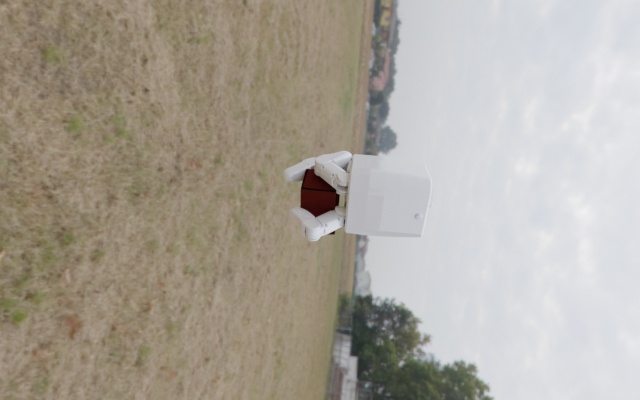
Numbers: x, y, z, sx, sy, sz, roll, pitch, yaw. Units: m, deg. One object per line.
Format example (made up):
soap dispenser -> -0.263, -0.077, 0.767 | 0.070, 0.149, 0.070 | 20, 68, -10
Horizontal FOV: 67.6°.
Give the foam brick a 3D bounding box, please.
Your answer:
foam brick -> 0.000, 0.002, 0.678 | 0.051, 0.078, 0.053 | 6, 37, 4
